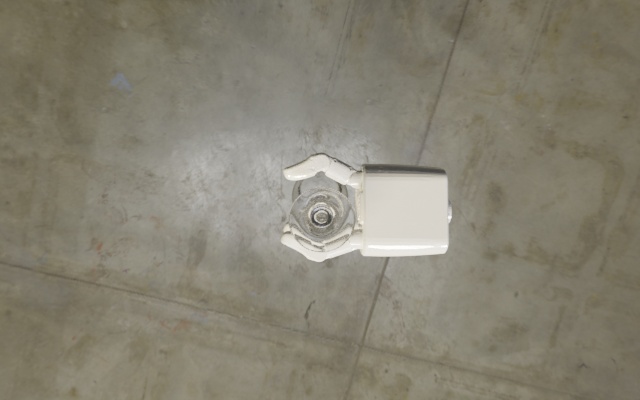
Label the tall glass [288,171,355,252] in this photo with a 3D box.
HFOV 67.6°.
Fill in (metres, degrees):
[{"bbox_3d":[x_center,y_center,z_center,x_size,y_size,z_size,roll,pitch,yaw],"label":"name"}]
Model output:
[{"bbox_3d":[0.000,0.002,0.622,0.079,0.079,0.201,0,12,-1],"label":"tall glass"}]
